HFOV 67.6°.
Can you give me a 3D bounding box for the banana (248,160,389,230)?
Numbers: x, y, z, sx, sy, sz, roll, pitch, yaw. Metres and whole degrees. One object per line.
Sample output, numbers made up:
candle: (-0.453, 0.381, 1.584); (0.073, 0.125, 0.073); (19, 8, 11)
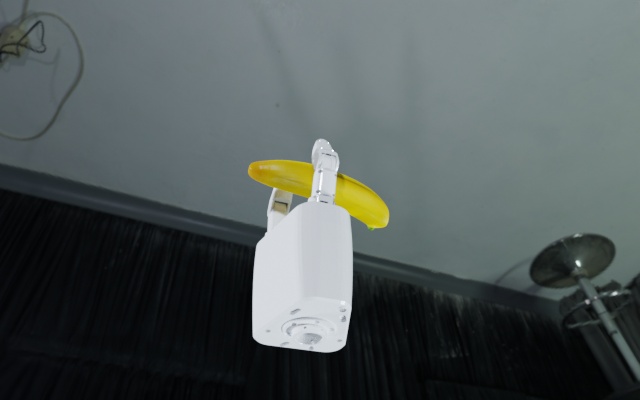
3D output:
banana: (0.015, -0.004, 0.539); (0.198, 0.037, 0.070); (27, -39, -33)
